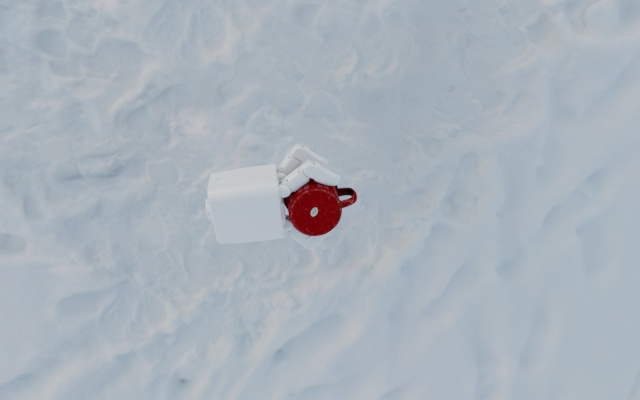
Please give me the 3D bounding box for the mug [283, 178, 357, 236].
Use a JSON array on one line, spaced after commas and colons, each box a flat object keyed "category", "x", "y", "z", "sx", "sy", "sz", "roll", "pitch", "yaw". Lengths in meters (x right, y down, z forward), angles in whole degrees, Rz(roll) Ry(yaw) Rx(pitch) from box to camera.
[{"category": "mug", "x": 0.002, "y": 0.002, "z": 0.751, "sx": 0.117, "sy": 0.093, "sz": 0.081, "roll": -7, "pitch": 24, "yaw": -5}]
